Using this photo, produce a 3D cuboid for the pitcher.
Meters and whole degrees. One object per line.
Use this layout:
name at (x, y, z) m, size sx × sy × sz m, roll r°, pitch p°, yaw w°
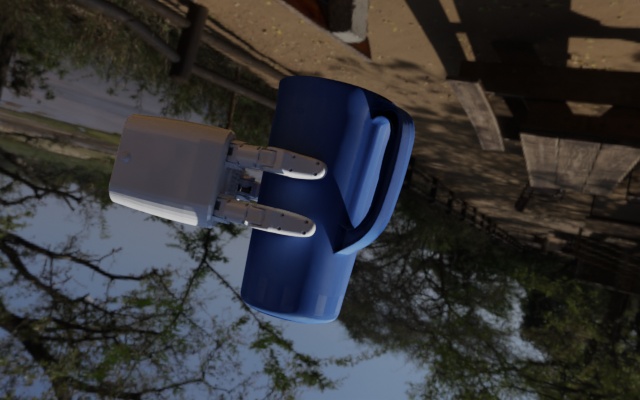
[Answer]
pitcher at (0.000, 0.002, 0.504) m, size 0.145 × 0.243 × 0.149 m, roll 13°, pitch -2°, yaw 1°
